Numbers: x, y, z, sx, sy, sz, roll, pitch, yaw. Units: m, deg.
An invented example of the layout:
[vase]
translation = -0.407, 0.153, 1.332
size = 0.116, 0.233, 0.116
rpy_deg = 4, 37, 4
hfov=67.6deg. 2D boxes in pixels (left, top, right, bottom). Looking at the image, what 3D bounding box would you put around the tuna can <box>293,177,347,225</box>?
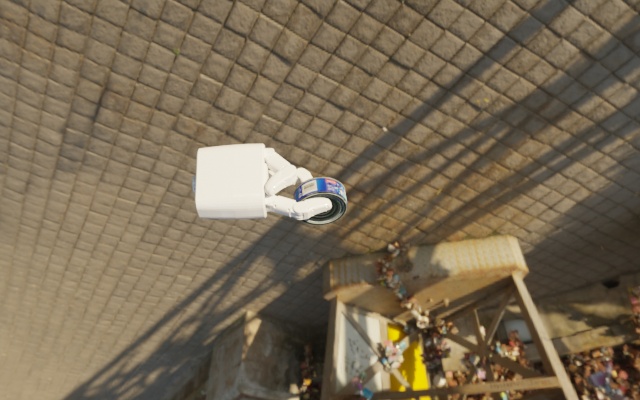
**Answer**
[tuna can]
translation = 0.000, 0.003, 0.771
size = 0.086, 0.033, 0.086
rpy_deg = -4, -40, -4
